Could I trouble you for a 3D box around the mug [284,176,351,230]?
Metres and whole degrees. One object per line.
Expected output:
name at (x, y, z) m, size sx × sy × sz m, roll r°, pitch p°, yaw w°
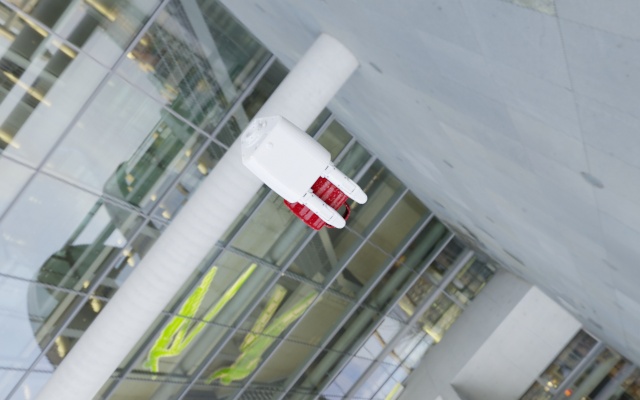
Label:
mug at (0.001, 0.004, 0.816) m, size 0.117 × 0.081 × 0.093 m, roll 39°, pitch 3°, yaw -28°
